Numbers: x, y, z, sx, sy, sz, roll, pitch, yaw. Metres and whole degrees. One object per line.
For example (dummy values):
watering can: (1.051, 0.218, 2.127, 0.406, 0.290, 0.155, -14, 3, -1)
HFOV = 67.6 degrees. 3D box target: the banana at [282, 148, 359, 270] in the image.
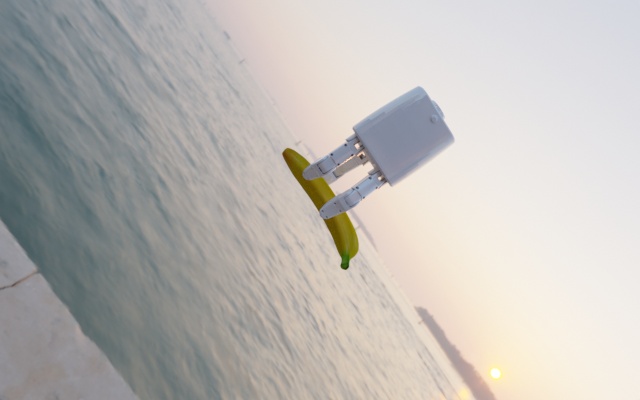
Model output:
banana: (0.008, 0.007, 0.698, 0.037, 0.197, 0.069, -33, -16, 12)
